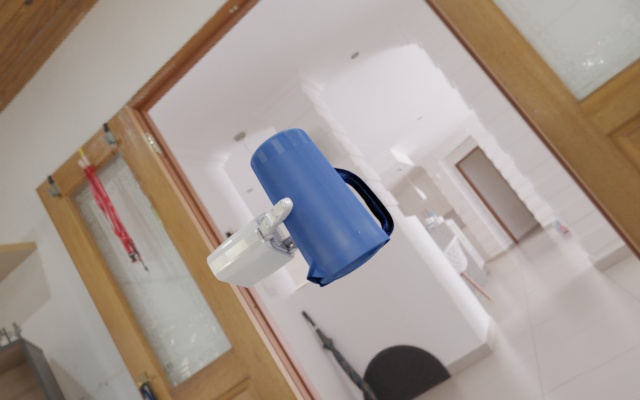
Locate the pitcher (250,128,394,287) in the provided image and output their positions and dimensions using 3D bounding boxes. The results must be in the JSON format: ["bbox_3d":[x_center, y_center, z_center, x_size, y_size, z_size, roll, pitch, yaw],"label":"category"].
[{"bbox_3d":[0.000,0.003,0.773,0.145,0.242,0.149,-37,-13,14],"label":"pitcher"}]
